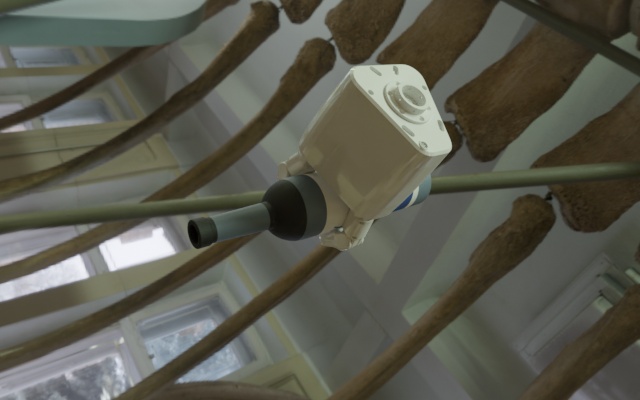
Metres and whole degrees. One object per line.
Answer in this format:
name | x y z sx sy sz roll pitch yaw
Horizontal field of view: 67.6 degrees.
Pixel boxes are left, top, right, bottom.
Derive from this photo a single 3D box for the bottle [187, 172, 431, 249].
bottle | 0.000 0.002 0.517 0.295 0.069 0.069 -14 9 -37
